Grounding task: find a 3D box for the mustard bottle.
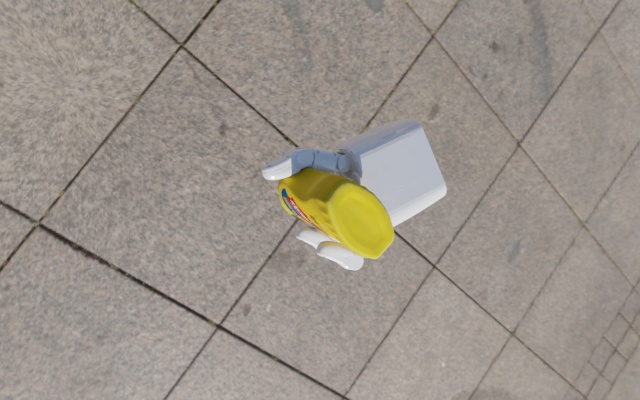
[{"bbox_3d":[0.000,0.002,0.554,0.096,0.058,0.191,46,-11,-28],"label":"mustard bottle"}]
